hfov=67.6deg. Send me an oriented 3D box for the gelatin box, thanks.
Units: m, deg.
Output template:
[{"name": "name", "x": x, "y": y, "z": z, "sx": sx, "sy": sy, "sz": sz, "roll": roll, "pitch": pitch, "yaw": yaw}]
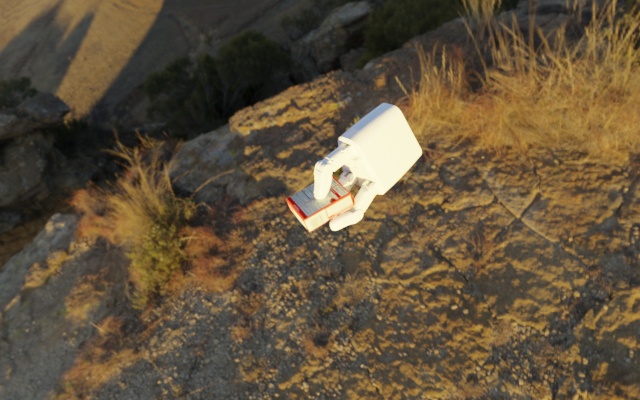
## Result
[{"name": "gelatin box", "x": 0.000, "y": 0.002, "z": 0.771, "sx": 0.089, "sy": 0.030, "sz": 0.073, "roll": -30, "pitch": 39, "yaw": -11}]
